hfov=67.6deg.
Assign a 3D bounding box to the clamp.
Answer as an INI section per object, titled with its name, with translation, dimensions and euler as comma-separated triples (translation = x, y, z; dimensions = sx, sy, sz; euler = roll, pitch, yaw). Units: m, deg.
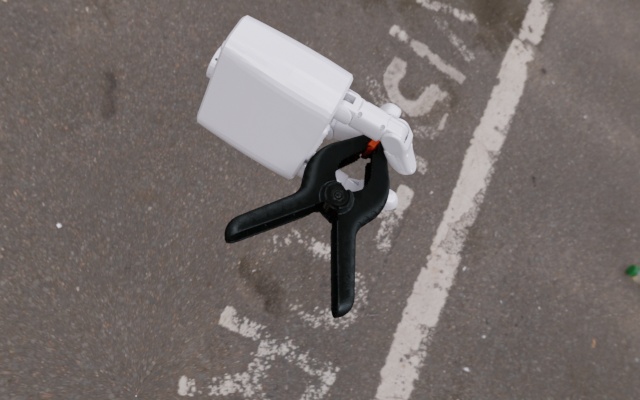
[clamp]
translation = 0.000, 0.001, 0.416
dimensions = 0.120, 0.171, 0.039
euler = 30, -28, -8
